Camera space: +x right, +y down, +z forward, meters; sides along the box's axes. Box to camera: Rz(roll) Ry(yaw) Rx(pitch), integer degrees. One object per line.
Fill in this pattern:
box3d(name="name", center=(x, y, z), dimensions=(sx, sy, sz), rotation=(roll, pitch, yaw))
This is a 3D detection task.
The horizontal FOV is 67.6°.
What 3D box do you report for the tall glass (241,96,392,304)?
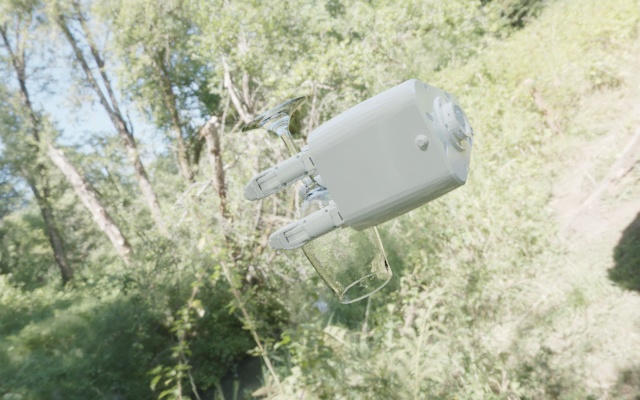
box3d(name="tall glass", center=(0.000, 0.001, 0.483), dimensions=(0.079, 0.201, 0.079), rotation=(-27, 4, 2))
